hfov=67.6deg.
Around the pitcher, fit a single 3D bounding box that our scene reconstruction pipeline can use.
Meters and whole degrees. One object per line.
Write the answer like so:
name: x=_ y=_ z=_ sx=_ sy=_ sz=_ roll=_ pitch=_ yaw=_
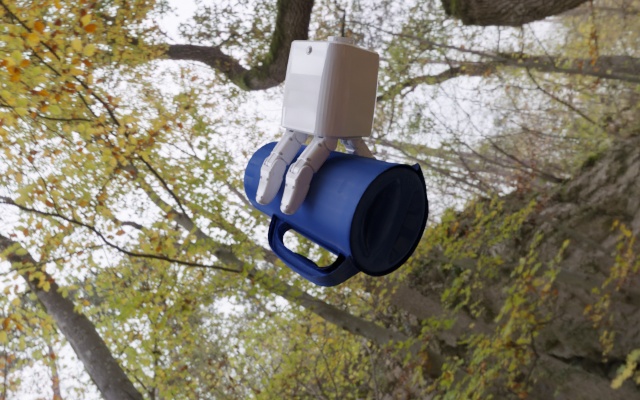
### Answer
pitcher: x=0.000 y=0.002 z=0.613 sx=0.149 sy=0.145 sz=0.242 roll=-6 pitch=18 yaw=-41
